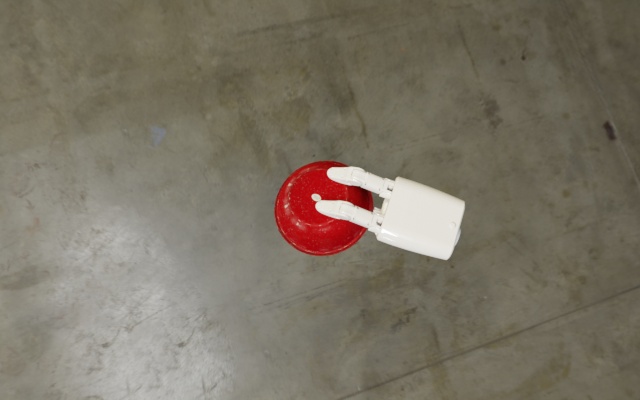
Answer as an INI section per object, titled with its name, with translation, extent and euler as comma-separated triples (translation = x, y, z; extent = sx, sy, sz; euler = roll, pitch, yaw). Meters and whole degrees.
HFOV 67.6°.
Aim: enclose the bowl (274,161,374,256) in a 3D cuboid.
[bowl]
translation = -0.001, 0.002, 0.746
extent = 0.162, 0.162, 0.055
euler = 0, -18, 10
